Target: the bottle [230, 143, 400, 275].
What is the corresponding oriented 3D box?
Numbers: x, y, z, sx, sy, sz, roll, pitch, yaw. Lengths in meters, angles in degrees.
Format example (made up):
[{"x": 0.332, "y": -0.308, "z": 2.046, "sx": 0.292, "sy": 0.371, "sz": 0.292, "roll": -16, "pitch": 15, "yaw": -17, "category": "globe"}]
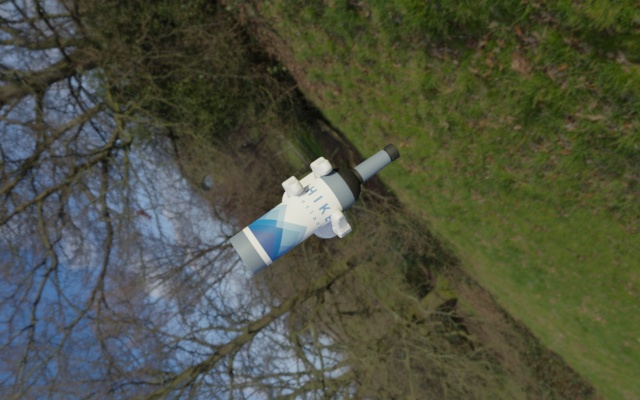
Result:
[{"x": 0.000, "y": 0.003, "z": 0.746, "sx": 0.295, "sy": 0.069, "sz": 0.069, "roll": -35, "pitch": 6, "yaw": -8, "category": "bottle"}]
